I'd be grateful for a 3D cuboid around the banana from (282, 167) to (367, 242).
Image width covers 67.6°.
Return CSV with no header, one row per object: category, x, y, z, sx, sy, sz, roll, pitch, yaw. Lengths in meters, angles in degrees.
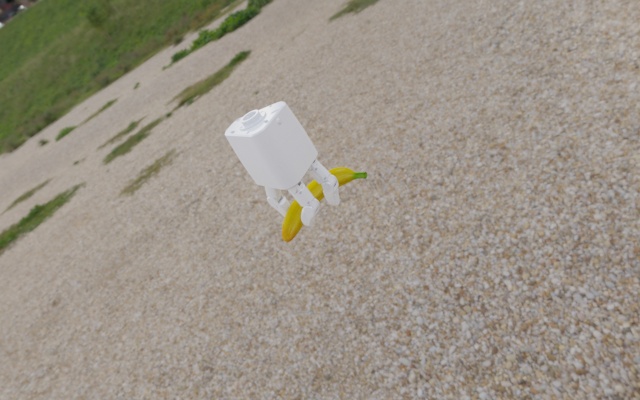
banana,-0.008,-0.004,0.858,0.197,0.037,0.069,-41,35,-18
